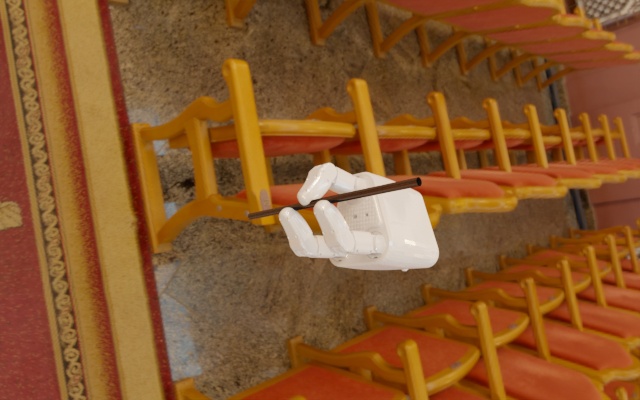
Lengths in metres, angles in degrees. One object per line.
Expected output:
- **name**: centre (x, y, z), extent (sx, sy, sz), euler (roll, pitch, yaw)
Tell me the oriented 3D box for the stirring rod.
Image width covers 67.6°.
- **stirring rod**: centre (0.000, 0.002, 0.493), extent (0.011, 0.011, 0.239), euler (0, -9, -45)
